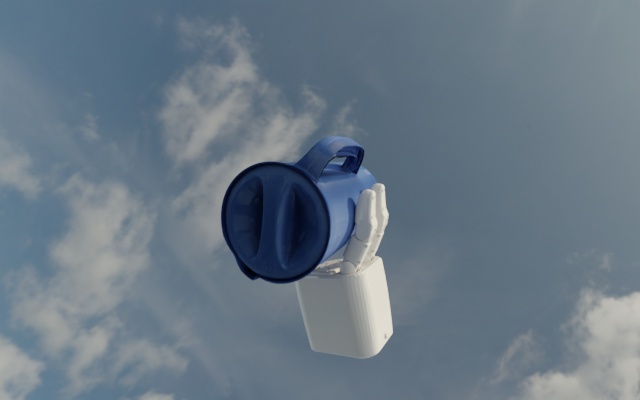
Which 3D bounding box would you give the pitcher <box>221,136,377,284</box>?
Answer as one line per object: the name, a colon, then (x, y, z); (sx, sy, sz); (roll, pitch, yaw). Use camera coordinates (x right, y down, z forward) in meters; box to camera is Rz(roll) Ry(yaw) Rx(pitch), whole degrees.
pitcher: (0.000, 0.002, 0.609); (0.149, 0.145, 0.243); (-11, 3, 25)
